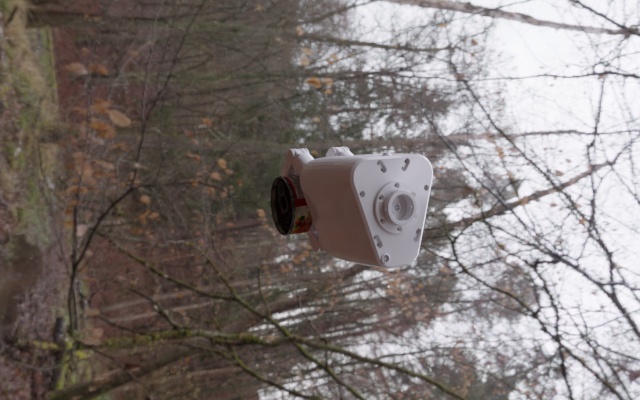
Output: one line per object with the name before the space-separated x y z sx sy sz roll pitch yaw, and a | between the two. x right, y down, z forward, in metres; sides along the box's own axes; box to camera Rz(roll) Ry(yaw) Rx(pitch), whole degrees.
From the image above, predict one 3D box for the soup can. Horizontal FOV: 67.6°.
soup can | 0.000 0.002 0.568 0.102 0.068 0.068 -6 2 -26
